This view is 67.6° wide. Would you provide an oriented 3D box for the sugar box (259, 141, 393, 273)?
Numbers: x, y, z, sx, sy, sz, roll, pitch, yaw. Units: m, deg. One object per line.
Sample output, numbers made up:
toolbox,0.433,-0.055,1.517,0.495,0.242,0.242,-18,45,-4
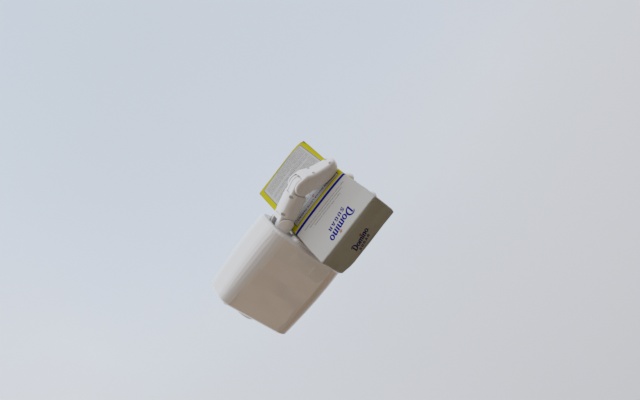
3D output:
sugar box,0.000,0.002,0.576,0.048,0.093,0.176,35,5,-42
